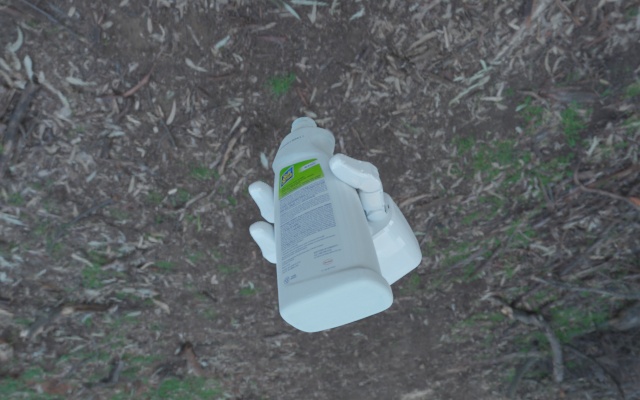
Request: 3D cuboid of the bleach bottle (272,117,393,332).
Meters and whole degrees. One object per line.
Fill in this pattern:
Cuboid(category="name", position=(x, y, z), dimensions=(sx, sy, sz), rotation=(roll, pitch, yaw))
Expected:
Cuboid(category="bleach bottle", position=(0.000, 0.002, 0.499), dimensions=(0.102, 0.250, 0.068), rotation=(-23, -42, 18))
